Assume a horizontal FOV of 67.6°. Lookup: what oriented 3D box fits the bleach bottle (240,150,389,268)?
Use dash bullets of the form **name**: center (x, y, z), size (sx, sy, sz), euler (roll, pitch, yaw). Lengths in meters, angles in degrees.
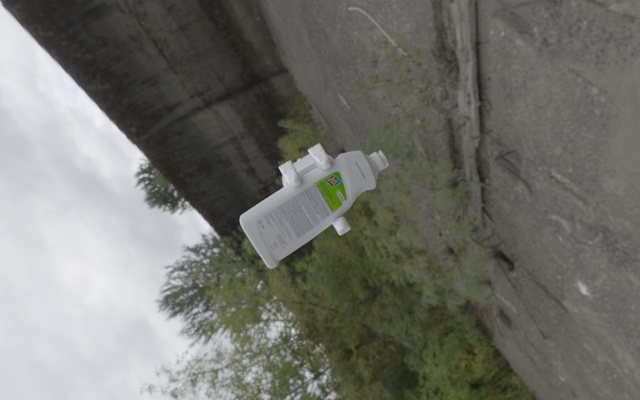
- **bleach bottle**: center (0.000, 0.002, 0.774), size (0.251, 0.102, 0.068), euler (-31, 16, -1)
